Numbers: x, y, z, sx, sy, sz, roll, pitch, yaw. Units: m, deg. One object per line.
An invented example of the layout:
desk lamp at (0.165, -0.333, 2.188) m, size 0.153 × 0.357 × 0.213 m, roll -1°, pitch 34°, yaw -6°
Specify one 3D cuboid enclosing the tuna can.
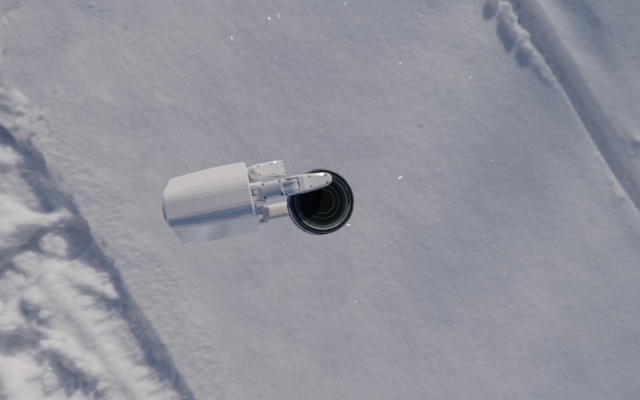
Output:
tuna can at (0.000, 0.002, 0.623) m, size 0.086 × 0.086 × 0.034 m, roll 0°, pitch -5°, yaw -10°
